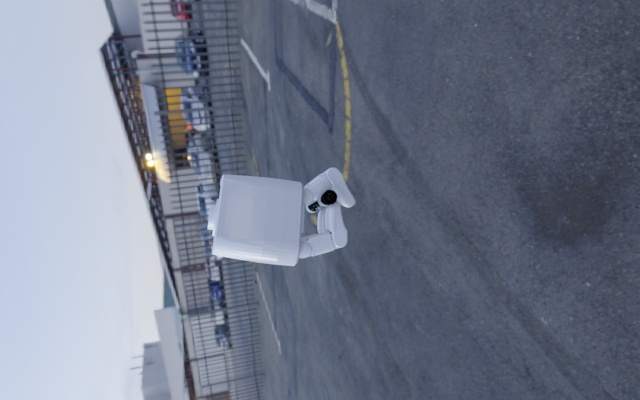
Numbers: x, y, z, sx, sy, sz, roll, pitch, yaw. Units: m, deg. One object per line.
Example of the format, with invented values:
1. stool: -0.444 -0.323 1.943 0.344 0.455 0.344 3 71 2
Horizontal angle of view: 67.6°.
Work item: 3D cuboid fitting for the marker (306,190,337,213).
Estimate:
1. marker: 0.000 0.002 0.658 0.020 0.020 0.121 0 -7 -13
